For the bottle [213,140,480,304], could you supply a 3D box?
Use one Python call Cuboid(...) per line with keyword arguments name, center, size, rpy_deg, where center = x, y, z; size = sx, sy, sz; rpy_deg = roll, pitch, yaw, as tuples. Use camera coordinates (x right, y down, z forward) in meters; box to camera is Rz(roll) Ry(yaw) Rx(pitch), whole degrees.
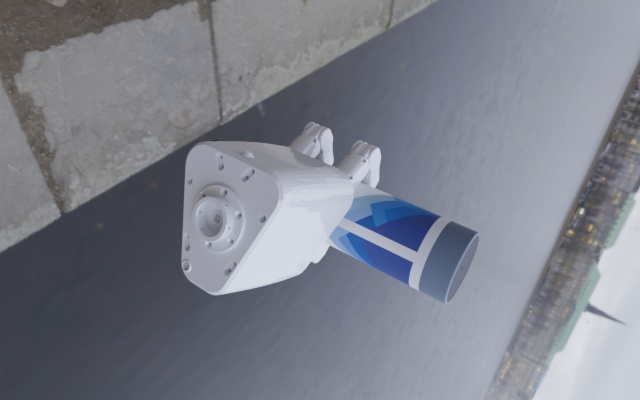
Cuboid(name="bottle", center=(0.000, 0.002, 0.465), size=(0.295, 0.069, 0.069), rpy_deg=(25, 11, 26))
